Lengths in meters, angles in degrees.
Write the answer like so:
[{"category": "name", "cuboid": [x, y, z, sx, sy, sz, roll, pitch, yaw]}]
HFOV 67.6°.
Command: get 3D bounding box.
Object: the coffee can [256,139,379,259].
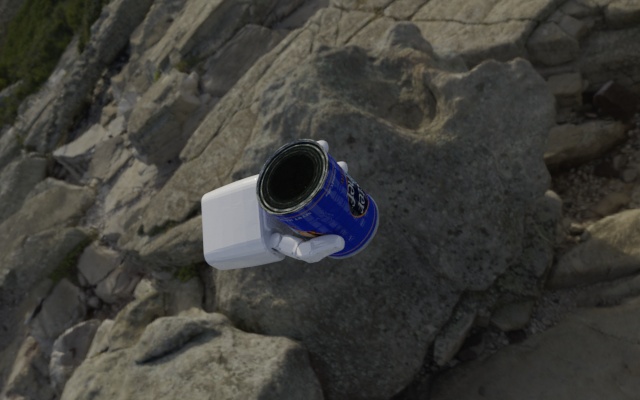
[{"category": "coffee can", "cuboid": [0.000, 0.002, 0.612, 0.103, 0.102, 0.140, 0, -27, 34]}]
